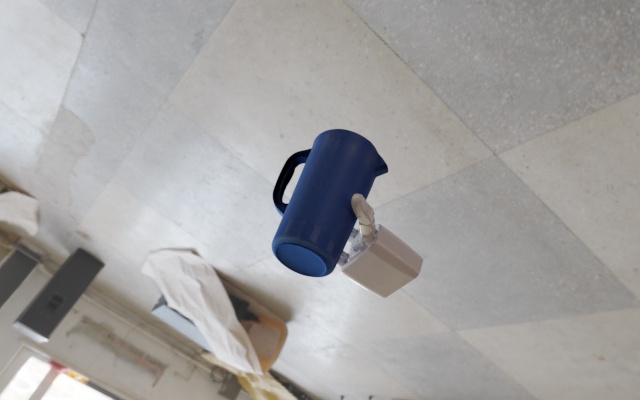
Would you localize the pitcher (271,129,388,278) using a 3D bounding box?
[{"bbox_3d":[0.000,0.003,0.815,0.145,0.242,0.149,37,-37,-17],"label":"pitcher"}]
